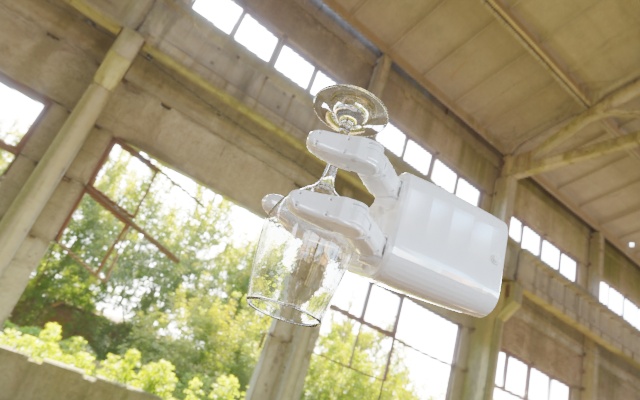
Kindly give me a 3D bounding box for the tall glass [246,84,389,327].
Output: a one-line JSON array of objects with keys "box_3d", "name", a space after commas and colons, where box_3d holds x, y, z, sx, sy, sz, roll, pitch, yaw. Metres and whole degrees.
[{"box_3d": [0.000, 0.001, 0.409, 0.079, 0.201, 0.079, 15, -25, 7], "name": "tall glass"}]
